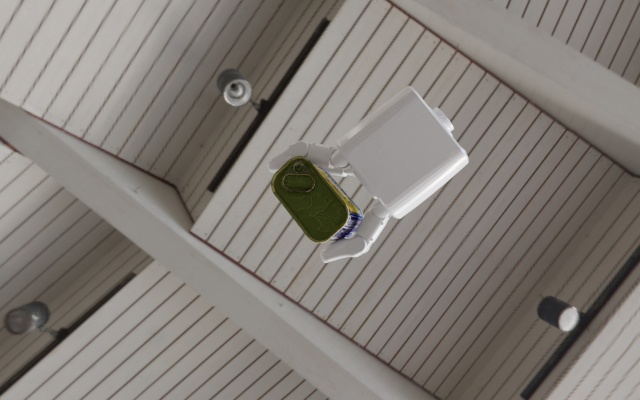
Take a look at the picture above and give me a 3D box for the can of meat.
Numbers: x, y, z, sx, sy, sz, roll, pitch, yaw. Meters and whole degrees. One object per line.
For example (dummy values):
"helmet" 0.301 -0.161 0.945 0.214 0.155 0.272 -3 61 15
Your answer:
"can of meat" 0.000 0.002 0.574 0.057 0.102 0.084 -43 -17 11
